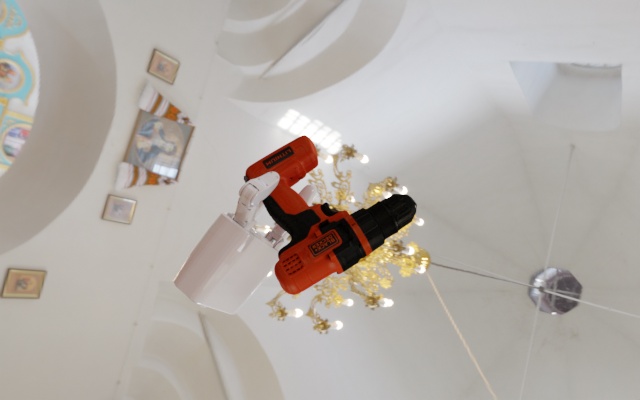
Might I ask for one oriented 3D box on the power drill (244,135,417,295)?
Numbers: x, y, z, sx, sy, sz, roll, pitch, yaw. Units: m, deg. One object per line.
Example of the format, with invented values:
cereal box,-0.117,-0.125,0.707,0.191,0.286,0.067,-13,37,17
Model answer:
power drill,0.000,0.002,0.595,0.184,0.187,0.057,-30,-37,-6
